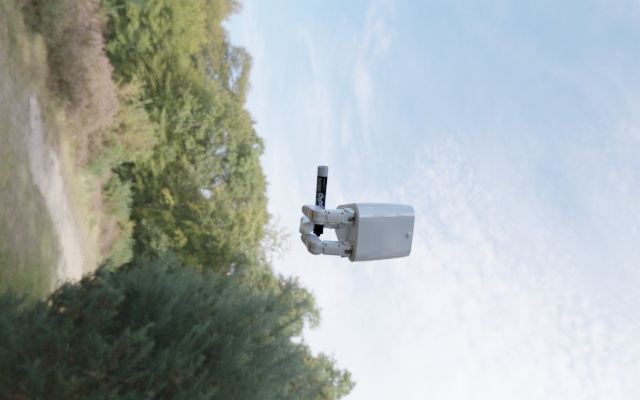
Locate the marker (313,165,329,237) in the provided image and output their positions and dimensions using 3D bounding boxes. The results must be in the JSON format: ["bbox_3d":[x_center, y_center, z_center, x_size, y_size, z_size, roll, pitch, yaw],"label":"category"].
[{"bbox_3d":[0.000,0.003,0.792,0.020,0.121,0.020,4,14,-1],"label":"marker"}]
